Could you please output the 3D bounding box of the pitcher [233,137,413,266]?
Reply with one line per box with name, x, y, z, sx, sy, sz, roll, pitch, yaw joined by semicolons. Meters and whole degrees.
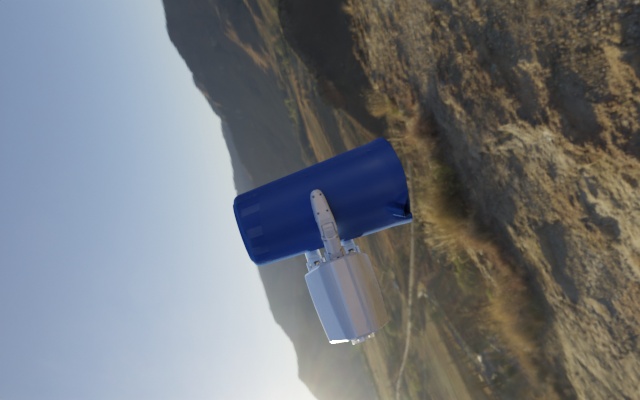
pitcher;0.000;0.002;0.706;0.243;0.145;0.149;-19;-11;-5
